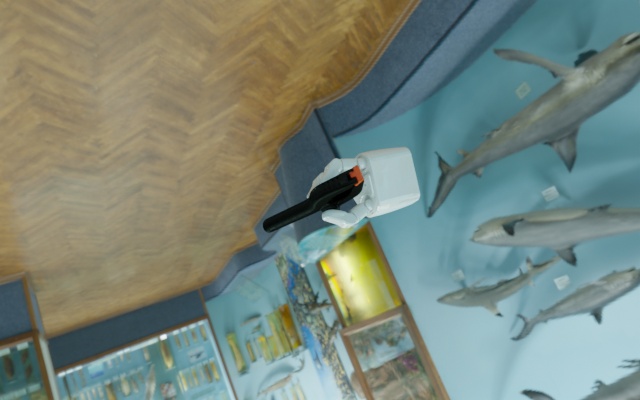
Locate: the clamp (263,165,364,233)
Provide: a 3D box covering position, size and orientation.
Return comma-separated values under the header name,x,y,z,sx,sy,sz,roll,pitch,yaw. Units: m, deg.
name,x,y,z,sx,sy,sz,roll,pitch,yaw
clamp,0.001,0.003,0.816,0.164,0.036,0.210,-12,-18,-30
